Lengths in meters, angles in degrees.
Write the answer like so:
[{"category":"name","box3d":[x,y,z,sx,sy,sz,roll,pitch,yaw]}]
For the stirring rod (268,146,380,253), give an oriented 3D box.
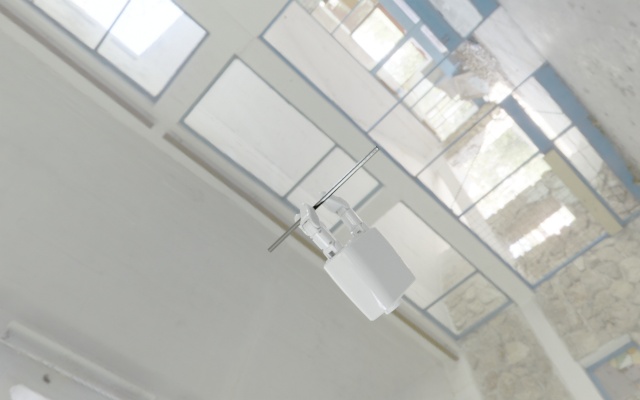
[{"category":"stirring rod","box3d":[0.000,0.002,0.727,0.239,0.011,0.011,-44,-18,20]}]
